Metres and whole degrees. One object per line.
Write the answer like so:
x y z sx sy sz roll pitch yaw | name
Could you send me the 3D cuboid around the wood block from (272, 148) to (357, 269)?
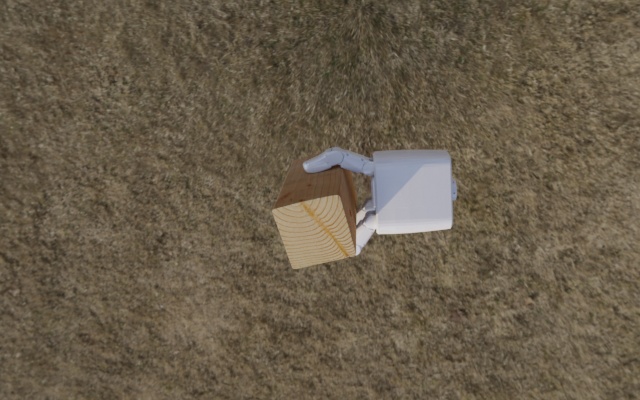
0.000 0.002 0.698 0.090 0.091 0.206 -13 20 9 | wood block
